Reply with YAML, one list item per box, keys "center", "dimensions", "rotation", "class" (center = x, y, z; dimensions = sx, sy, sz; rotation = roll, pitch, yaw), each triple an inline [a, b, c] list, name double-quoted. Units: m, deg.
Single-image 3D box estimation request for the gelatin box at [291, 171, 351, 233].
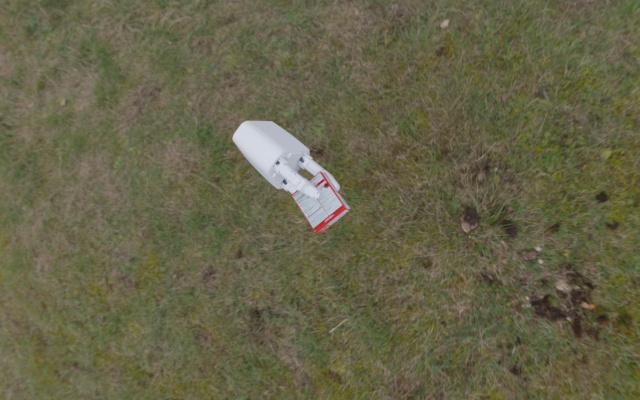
- center: [0.000, 0.003, 0.870]
  dimensions: [0.073, 0.089, 0.030]
  rotation: [-39, -22, 13]
  class: "gelatin box"
